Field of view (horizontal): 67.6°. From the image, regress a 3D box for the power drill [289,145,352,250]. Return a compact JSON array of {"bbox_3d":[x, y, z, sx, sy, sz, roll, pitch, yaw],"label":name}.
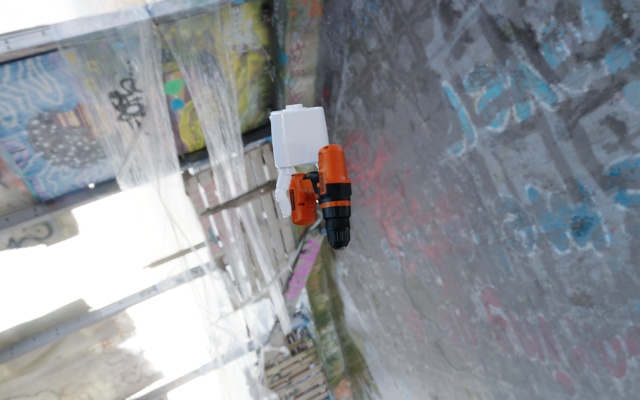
[{"bbox_3d":[0.000,0.003,0.896,0.057,0.184,0.187,0,-7,-25],"label":"power drill"}]
